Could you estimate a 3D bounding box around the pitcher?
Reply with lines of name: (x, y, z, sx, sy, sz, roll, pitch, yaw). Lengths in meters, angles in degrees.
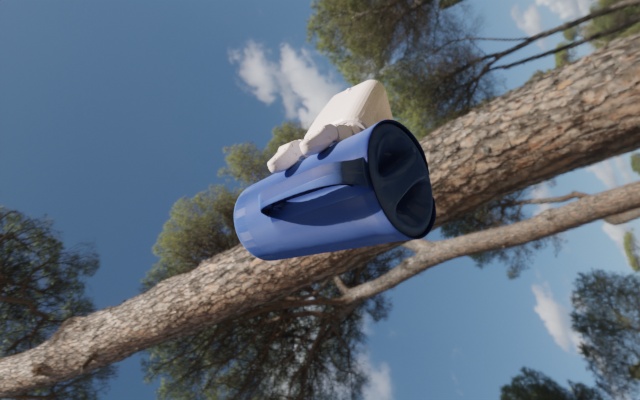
pitcher: (0.000, 0.002, 0.576, 0.243, 0.149, 0.145, -18, 31, 39)
